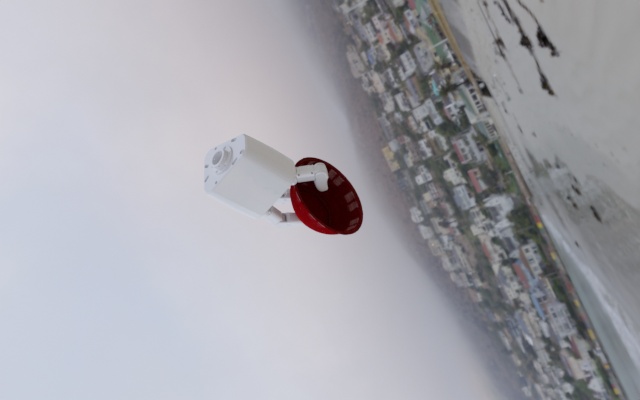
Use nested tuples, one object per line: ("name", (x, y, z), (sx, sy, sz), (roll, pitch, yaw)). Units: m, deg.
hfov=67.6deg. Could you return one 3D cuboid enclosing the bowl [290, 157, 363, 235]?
("bowl", (0.001, 0.004, 0.857), (0.162, 0.162, 0.055), (0, -32, -47))
